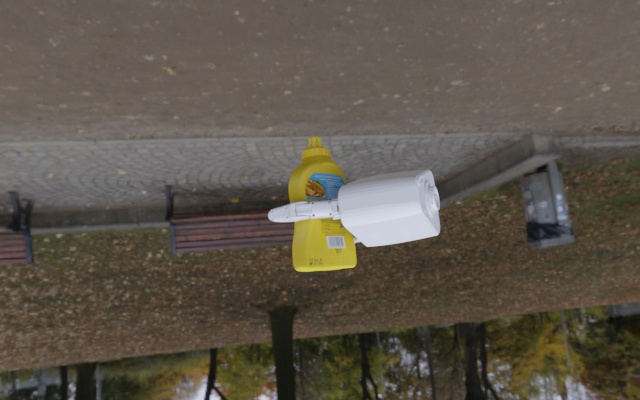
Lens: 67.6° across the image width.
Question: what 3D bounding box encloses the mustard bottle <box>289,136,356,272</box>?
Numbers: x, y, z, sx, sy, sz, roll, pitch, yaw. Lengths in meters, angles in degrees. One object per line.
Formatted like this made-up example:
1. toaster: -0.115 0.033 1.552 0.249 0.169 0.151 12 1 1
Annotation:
1. mustard bottle: 0.000 0.003 0.678 0.096 0.191 0.058 3 -13 -39
